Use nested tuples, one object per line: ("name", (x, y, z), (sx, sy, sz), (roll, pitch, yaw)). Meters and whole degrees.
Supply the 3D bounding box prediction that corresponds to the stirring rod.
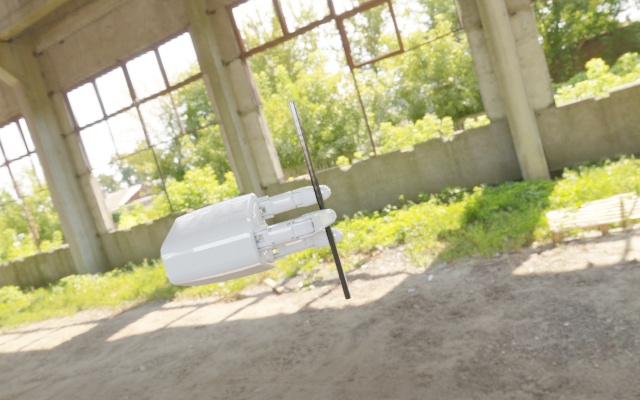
("stirring rod", (0.000, 0.002, 0.560), (0.011, 0.239, 0.011), (-16, 5, 1))
